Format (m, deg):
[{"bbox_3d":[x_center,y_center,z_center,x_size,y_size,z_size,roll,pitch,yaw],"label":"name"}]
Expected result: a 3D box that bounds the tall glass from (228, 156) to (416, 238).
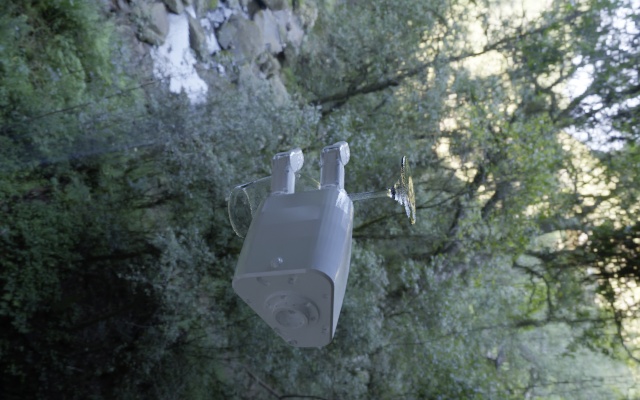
[{"bbox_3d":[0.001,0.002,0.535,0.201,0.079,0.079,-7,-2,18],"label":"tall glass"}]
